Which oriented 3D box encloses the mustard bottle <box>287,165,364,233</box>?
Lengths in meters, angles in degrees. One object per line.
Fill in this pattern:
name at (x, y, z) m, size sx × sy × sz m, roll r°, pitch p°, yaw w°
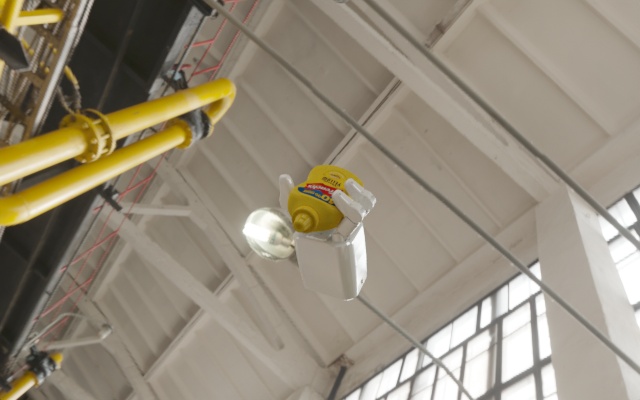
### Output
mustard bottle at (0.000, 0.002, 0.774) m, size 0.096 × 0.058 × 0.191 m, roll 24°, pitch 30°, yaw 10°
